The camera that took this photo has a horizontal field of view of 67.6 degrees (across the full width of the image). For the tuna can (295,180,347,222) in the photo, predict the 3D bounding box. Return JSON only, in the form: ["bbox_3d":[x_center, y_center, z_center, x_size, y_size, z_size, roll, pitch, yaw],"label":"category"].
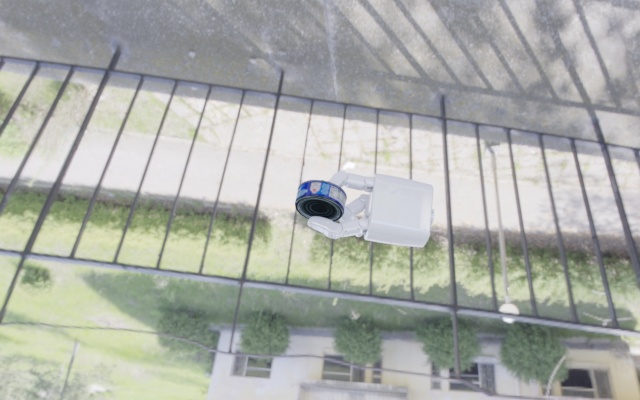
[{"bbox_3d":[0.000,0.003,0.807,0.086,0.033,0.086,9,-32,6],"label":"tuna can"}]
